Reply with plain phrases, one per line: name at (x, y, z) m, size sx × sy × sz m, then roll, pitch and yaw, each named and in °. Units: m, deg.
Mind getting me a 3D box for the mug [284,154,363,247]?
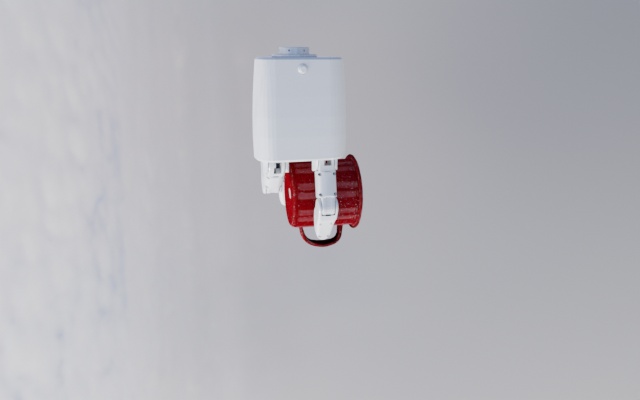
mug at (0.000, 0.003, 0.594) m, size 0.081 × 0.117 × 0.093 m, roll -3°, pitch 18°, yaw -12°
